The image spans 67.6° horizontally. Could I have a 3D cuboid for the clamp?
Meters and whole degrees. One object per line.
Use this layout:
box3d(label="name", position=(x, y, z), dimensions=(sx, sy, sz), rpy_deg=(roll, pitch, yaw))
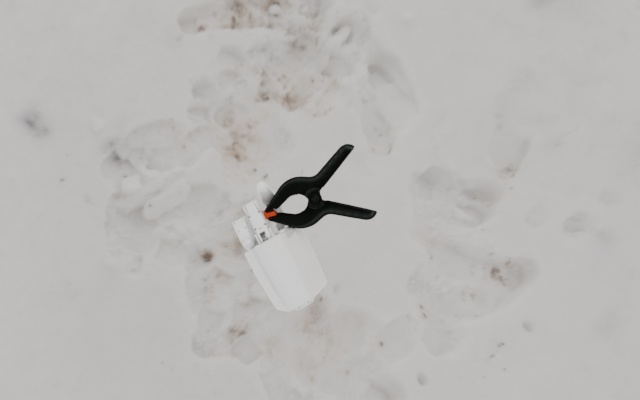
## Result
box3d(label="clamp", position=(0.000, 0.002, 0.729), dimensions=(0.171, 0.120, 0.039), rpy_deg=(-28, -1, 0))
